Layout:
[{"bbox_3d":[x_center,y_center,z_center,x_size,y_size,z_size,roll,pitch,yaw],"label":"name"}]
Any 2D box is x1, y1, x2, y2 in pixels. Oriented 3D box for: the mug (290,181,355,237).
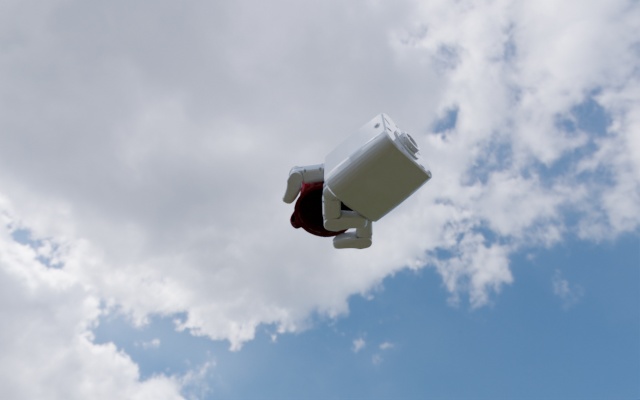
[{"bbox_3d":[-0.001,0.003,0.739,0.117,0.093,0.081,-37,24,23],"label":"mug"}]
